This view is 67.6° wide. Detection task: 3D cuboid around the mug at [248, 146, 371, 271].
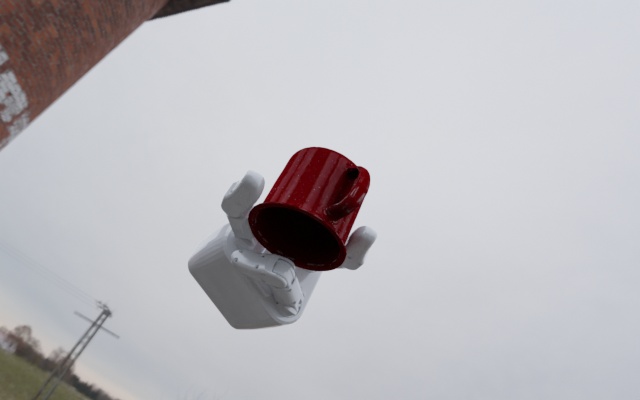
[{"bbox_3d":[0.001,0.001,0.429,0.093,0.081,0.117,41,-38,-18],"label":"mug"}]
